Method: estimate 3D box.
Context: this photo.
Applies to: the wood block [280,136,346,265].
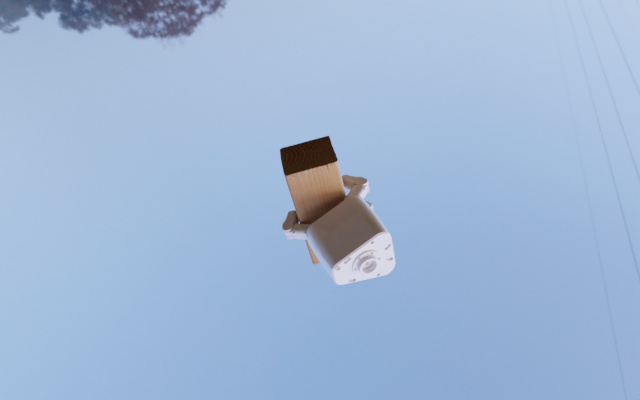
[{"bbox_3d":[0.000,0.003,0.848,0.091,0.206,0.090,-15,37,0],"label":"wood block"}]
